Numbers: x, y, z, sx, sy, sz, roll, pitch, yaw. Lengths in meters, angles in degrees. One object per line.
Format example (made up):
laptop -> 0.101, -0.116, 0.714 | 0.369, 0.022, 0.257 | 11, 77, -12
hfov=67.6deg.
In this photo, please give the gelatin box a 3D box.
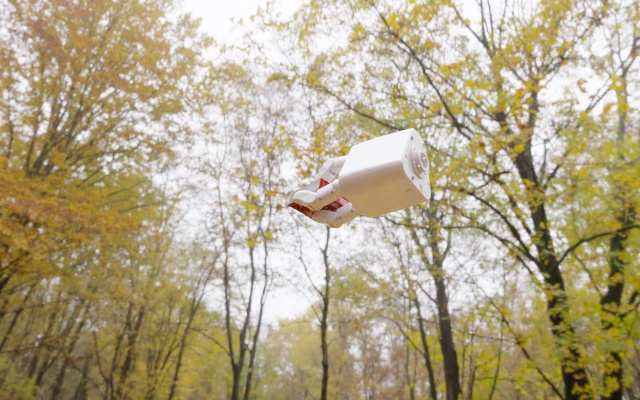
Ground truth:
gelatin box -> 0.000, 0.002, 0.801 | 0.073, 0.030, 0.089 | 31, -34, -29
